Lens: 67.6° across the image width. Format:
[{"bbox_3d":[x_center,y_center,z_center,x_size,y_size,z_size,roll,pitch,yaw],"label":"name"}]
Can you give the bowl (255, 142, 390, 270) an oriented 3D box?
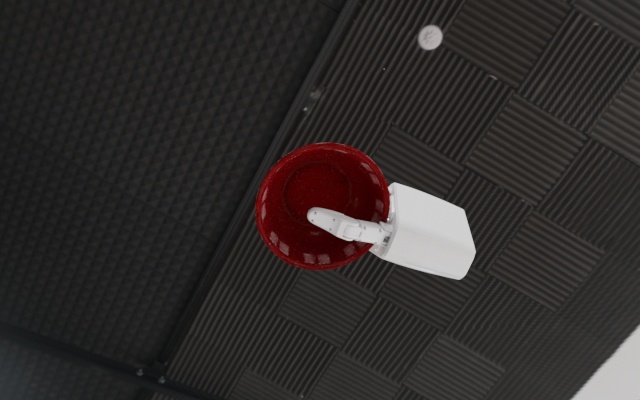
[{"bbox_3d":[-0.001,0.001,0.585,0.162,0.162,0.055,0,21,-10],"label":"bowl"}]
